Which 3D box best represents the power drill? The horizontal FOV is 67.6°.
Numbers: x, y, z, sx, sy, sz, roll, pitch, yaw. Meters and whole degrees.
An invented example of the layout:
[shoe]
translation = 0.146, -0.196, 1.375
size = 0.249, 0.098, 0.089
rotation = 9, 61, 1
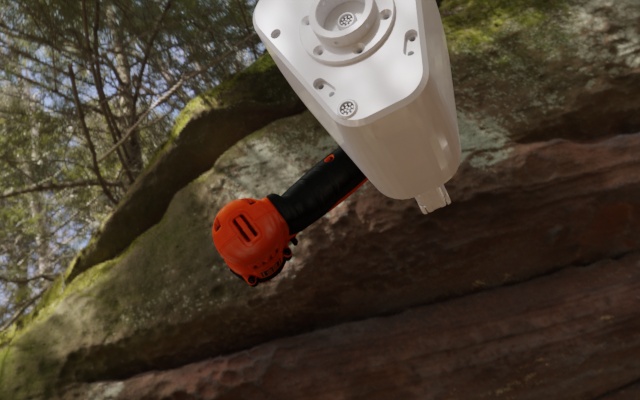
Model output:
[power drill]
translation = 0.000, 0.001, 0.404
size = 0.187, 0.057, 0.184
rotation = -39, -8, -11
